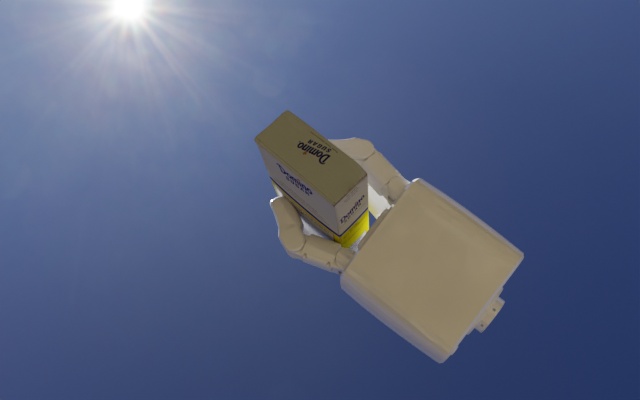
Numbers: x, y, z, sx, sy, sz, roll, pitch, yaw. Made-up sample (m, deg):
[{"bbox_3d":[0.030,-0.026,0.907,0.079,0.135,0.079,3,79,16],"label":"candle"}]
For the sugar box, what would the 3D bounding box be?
[{"bbox_3d":[0.001,0.001,0.448,0.093,0.048,0.176,40,-18,21],"label":"sugar box"}]
